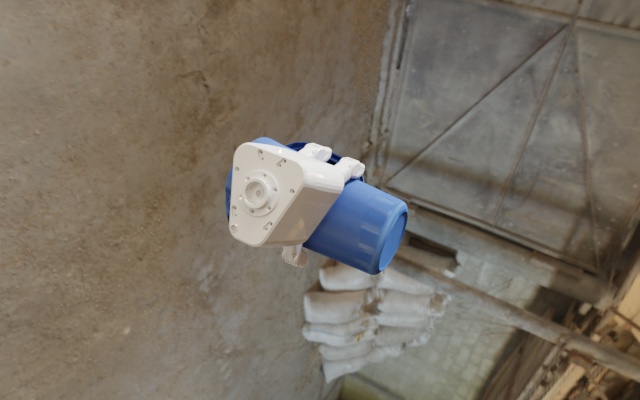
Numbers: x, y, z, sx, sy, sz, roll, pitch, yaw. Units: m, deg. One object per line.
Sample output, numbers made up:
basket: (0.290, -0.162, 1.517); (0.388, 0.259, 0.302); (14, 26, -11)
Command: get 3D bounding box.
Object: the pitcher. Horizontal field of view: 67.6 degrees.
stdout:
pitcher: (0.000, 0.002, 0.685); (0.243, 0.149, 0.145); (23, 5, 22)
